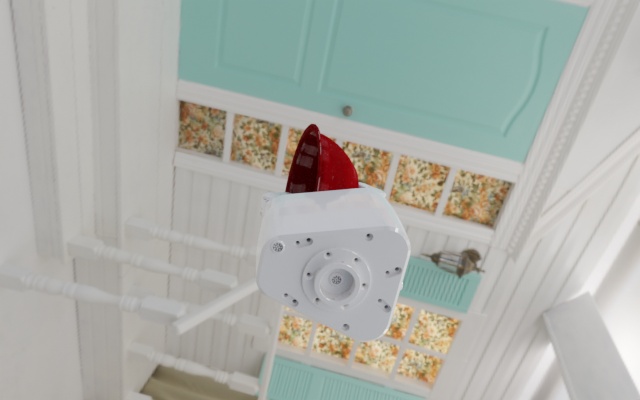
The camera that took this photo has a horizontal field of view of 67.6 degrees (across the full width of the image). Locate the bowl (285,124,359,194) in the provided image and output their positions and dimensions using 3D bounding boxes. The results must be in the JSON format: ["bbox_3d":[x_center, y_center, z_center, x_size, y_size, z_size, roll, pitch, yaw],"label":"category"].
[{"bbox_3d":[0.000,0.001,0.519,0.055,0.162,0.162,9,-3,-15],"label":"bowl"}]
